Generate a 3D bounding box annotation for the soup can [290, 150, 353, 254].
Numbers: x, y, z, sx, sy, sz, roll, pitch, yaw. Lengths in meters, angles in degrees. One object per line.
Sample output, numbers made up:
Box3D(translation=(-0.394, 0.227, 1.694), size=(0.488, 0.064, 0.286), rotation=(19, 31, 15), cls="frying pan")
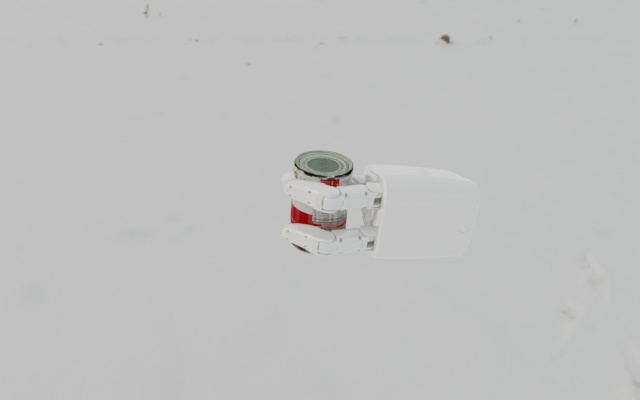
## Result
Box3D(translation=(0.000, 0.001, 0.549), size=(0.068, 0.102, 0.068), rotation=(4, 30, -2), cls="soup can")
